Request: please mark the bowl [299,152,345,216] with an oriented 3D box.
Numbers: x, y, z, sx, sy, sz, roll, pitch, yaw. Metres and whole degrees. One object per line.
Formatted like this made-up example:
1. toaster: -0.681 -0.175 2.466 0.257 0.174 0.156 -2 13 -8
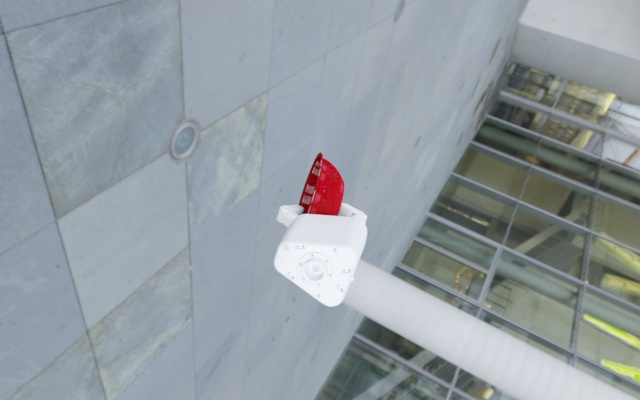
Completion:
1. bowl: 0.001 0.002 0.814 0.055 0.162 0.162 17 -3 -9
